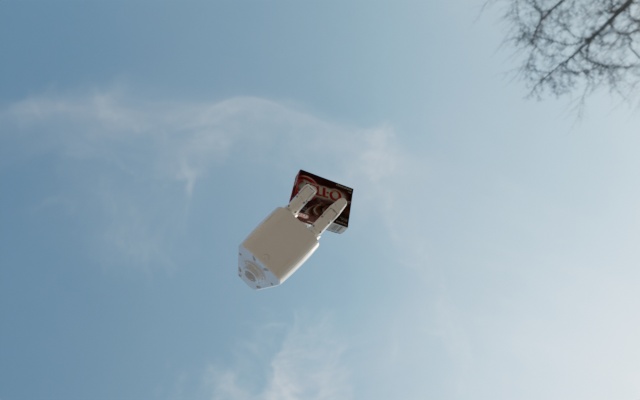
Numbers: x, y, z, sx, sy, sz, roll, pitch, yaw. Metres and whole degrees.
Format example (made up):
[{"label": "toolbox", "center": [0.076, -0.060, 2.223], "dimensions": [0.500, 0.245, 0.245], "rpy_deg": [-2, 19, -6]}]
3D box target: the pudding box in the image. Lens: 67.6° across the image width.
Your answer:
[{"label": "pudding box", "center": [0.000, 0.003, 0.883], "dimensions": [0.113, 0.090, 0.039], "rpy_deg": [21, -35, -14]}]
